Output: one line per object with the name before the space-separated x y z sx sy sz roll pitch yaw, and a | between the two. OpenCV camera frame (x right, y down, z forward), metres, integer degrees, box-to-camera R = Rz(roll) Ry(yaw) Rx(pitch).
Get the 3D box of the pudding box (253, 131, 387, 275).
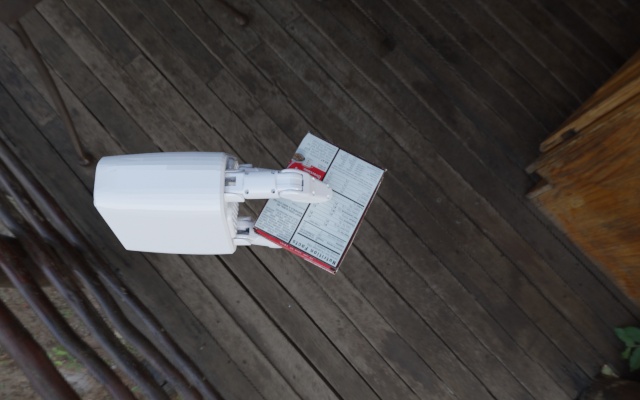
pudding box | 0.000 0.001 0.462 0.090 0.113 0.039 27 -12 3
